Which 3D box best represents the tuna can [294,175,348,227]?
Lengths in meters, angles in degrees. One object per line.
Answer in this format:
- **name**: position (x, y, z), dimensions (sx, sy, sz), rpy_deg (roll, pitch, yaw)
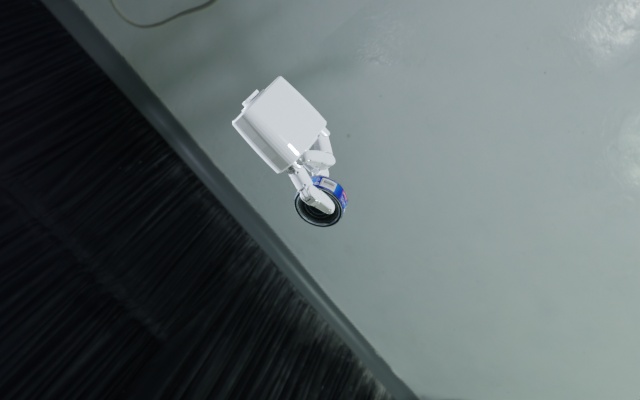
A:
- **tuna can**: position (0.000, 0.003, 0.785), dimensions (0.086, 0.086, 0.033), rpy_deg (0, 38, 20)
